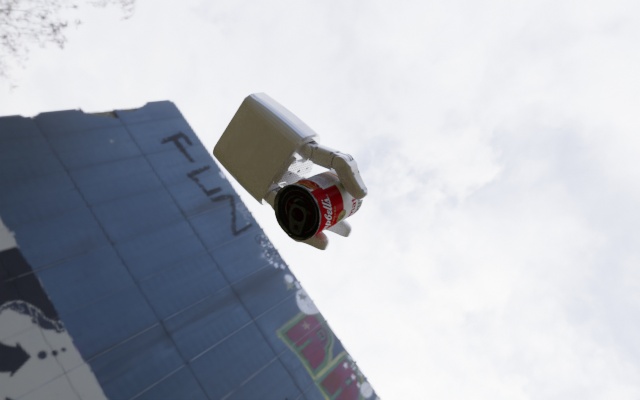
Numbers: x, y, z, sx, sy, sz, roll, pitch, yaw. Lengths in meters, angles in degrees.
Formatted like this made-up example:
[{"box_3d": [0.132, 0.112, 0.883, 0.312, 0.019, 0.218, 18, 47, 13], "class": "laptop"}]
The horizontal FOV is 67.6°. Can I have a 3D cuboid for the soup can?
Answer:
[{"box_3d": [0.001, 0.002, 0.592, 0.068, 0.068, 0.102, 0, 14, 36], "class": "soup can"}]
